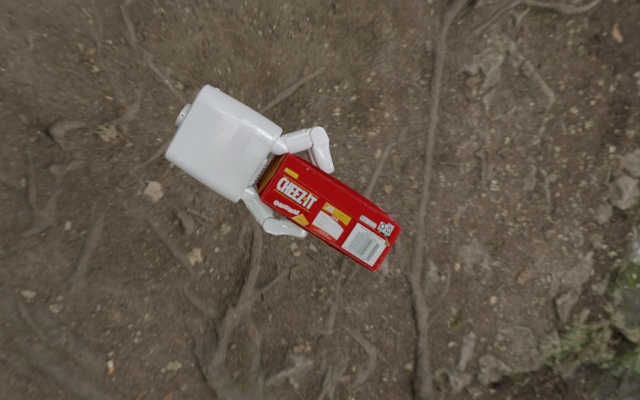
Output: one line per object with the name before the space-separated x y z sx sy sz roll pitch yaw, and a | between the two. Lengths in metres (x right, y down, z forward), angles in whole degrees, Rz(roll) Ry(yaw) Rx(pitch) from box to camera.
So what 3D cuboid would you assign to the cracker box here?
cracker box | 0.000 0.002 0.644 0.164 0.072 0.213 33 2 -11
